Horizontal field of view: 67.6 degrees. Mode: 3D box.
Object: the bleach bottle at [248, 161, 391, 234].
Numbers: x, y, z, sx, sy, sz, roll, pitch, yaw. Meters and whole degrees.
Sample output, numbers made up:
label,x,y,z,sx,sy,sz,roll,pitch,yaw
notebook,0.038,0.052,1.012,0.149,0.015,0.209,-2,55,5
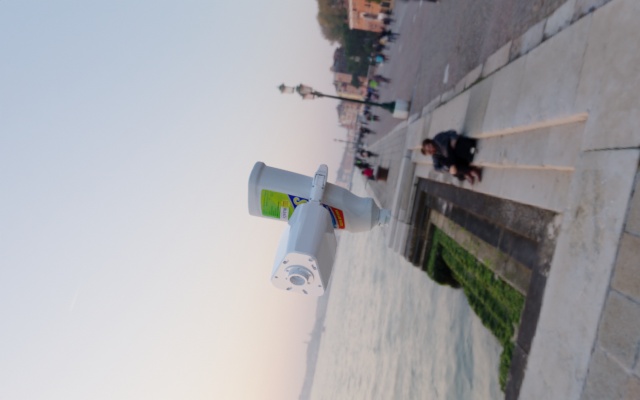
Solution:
label,x,y,z,sx,sy,sz,roll,pitch,yaw
bleach bottle,0.000,0.003,0.848,0.251,0.103,0.068,11,43,3
